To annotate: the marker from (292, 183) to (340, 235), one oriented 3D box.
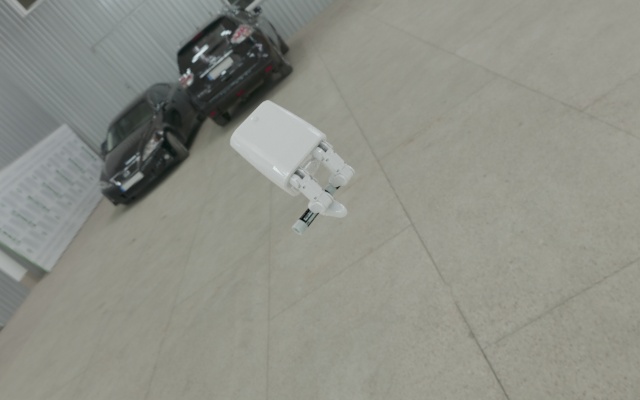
[{"bbox_3d":[0.000,0.002,0.734,0.020,0.121,0.020,33,-22,15],"label":"marker"}]
